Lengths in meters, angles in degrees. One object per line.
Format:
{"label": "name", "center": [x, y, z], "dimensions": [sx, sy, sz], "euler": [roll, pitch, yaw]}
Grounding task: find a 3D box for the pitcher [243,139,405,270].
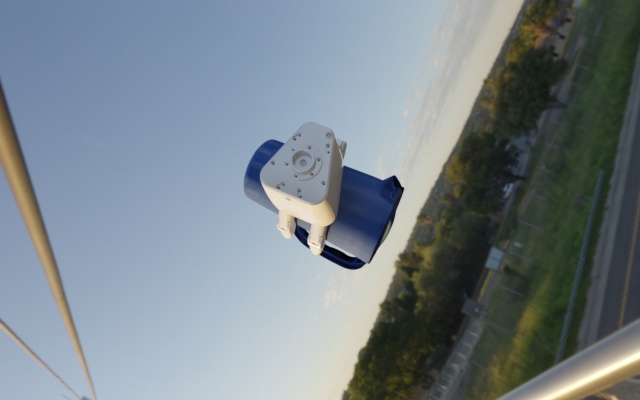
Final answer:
{"label": "pitcher", "center": [0.000, 0.002, 0.777], "dimensions": [0.243, 0.149, 0.145], "euler": [24, -12, 12]}
